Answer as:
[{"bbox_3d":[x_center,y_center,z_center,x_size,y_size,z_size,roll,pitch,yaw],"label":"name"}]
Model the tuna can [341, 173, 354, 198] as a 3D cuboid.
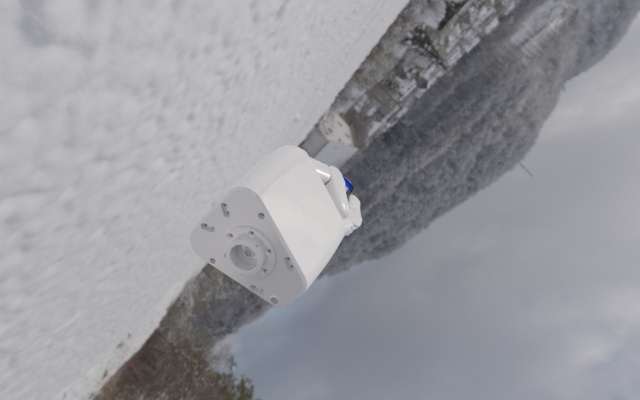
[{"bbox_3d":[0.001,0.002,0.571,0.034,0.086,0.086,43,-5,-5],"label":"tuna can"}]
